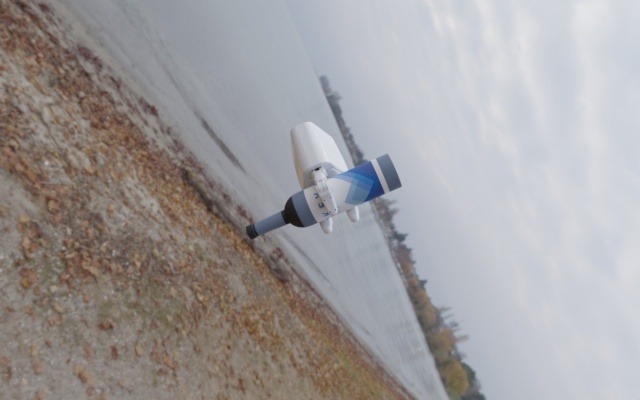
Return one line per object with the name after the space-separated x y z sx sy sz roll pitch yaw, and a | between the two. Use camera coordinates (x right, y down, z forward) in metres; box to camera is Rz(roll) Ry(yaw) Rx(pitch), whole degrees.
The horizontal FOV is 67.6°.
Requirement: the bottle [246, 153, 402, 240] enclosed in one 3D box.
0.000 0.003 0.879 0.296 0.069 0.069 -23 -3 6 | bottle
